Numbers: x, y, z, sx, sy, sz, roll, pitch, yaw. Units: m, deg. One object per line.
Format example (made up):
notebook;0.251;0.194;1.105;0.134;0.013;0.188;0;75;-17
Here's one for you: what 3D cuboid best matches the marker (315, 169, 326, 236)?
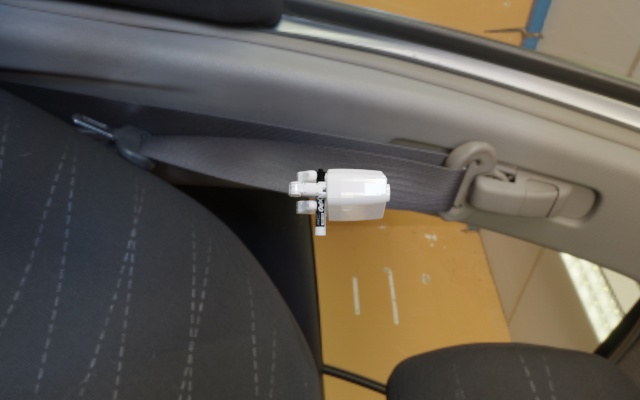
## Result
marker;0.000;0.003;0.862;0.020;0.121;0.020;0;-6;0
